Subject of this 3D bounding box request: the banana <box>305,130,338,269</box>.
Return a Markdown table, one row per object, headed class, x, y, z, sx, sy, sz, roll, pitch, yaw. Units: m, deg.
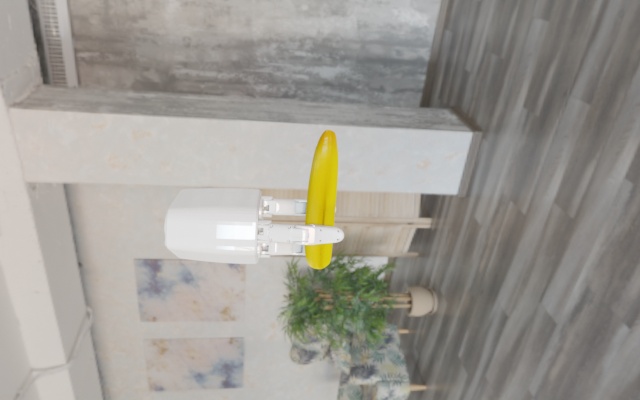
| class | x | y | z | sx | sy | sz | roll | pitch | yaw |
| --- | --- | --- | --- | --- | --- | --- | --- | --- | --- |
| banana | 0.000 | 0.013 | 0.602 | 0.037 | 0.198 | 0.069 | 3 | 26 | -1 |
